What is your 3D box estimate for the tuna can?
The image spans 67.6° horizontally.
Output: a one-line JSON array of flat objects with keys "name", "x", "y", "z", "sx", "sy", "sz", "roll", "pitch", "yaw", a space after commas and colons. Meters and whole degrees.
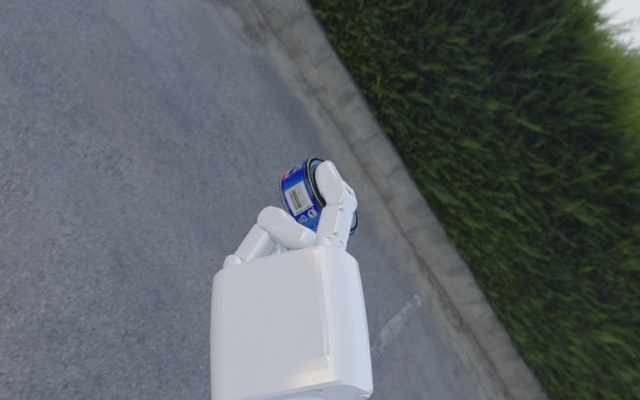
[{"name": "tuna can", "x": 0.001, "y": 0.001, "z": 0.461, "sx": 0.034, "sy": 0.086, "sz": 0.086, "roll": -30, "pitch": -13, "yaw": 23}]
